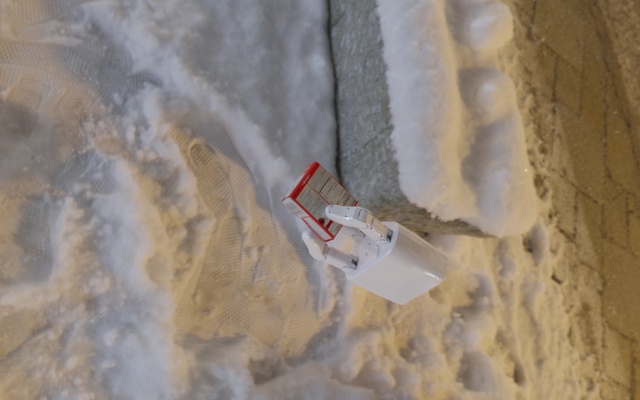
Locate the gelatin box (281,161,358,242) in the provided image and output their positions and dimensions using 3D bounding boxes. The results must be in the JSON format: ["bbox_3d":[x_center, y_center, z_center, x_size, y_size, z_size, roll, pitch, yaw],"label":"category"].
[{"bbox_3d":[0.000,0.002,0.668,0.089,0.073,0.030,44,-32,-16],"label":"gelatin box"}]
